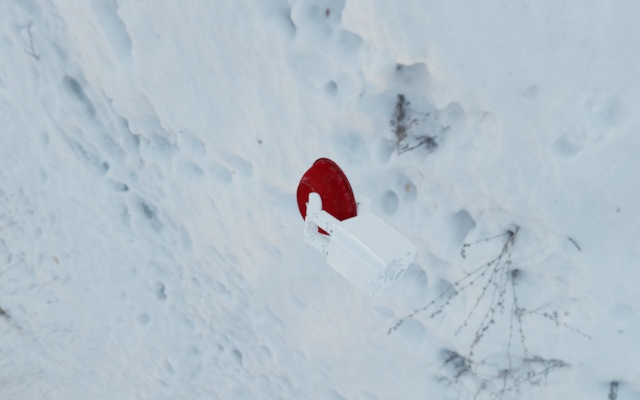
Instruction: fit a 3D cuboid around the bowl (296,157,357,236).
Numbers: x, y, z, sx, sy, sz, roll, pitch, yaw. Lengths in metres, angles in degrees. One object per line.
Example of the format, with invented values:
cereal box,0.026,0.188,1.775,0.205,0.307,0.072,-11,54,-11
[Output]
bowl,-0.001,0.003,0.901,0.055,0.162,0.162,-18,8,-28
